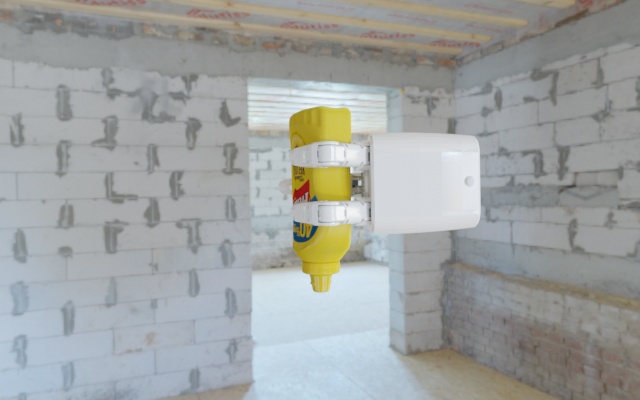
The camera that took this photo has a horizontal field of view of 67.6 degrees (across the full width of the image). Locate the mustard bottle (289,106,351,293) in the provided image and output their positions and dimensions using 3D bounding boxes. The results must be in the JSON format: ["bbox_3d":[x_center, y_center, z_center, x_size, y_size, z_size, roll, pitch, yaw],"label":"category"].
[{"bbox_3d":[0.000,0.001,0.510,0.058,0.191,0.096,-2,1,-24],"label":"mustard bottle"}]
